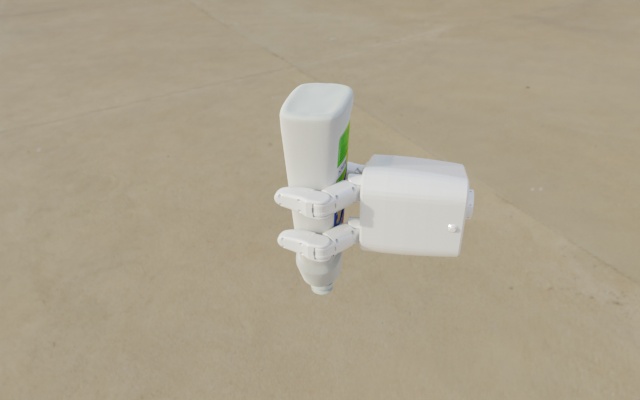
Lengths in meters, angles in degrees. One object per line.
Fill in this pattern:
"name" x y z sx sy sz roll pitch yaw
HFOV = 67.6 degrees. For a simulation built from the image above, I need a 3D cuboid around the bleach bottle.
"bleach bottle" 0.000 0.002 0.552 0.068 0.251 0.102 6 34 12
